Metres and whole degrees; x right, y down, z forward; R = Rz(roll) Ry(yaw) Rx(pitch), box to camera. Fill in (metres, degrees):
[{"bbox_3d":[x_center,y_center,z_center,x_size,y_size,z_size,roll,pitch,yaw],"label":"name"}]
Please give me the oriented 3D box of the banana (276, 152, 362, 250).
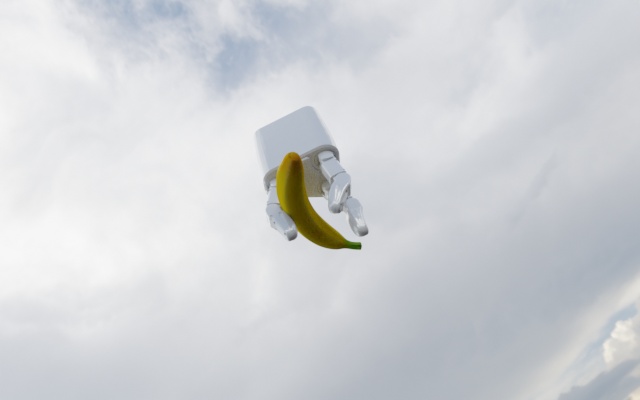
[{"bbox_3d":[-0.015,0.011,0.626,0.069,0.037,0.198,-22,-46,17],"label":"banana"}]
